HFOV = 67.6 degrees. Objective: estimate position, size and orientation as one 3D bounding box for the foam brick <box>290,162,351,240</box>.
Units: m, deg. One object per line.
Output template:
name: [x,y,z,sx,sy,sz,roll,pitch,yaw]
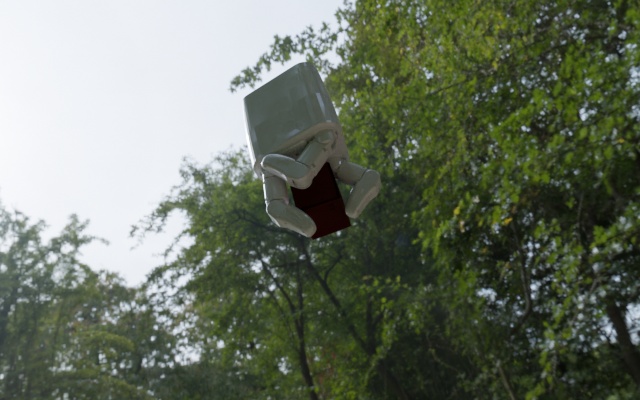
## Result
foam brick: [0.000,0.002,0.565,0.053,0.051,0.078,-19,-31,2]
